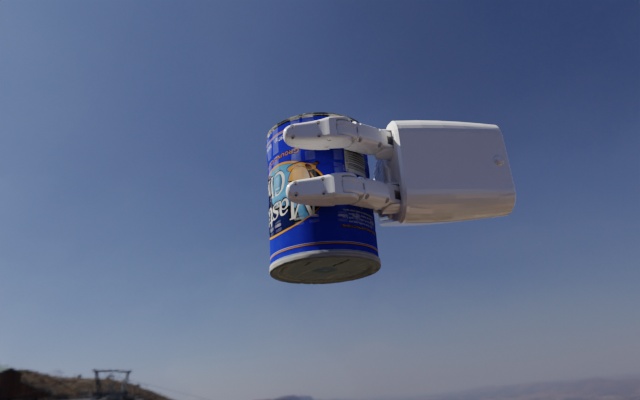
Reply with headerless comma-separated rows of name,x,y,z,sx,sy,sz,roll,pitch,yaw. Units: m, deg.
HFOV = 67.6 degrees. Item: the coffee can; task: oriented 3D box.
coffee can,0.000,0.002,0.464,0.103,0.140,0.103,-3,-22,-1
